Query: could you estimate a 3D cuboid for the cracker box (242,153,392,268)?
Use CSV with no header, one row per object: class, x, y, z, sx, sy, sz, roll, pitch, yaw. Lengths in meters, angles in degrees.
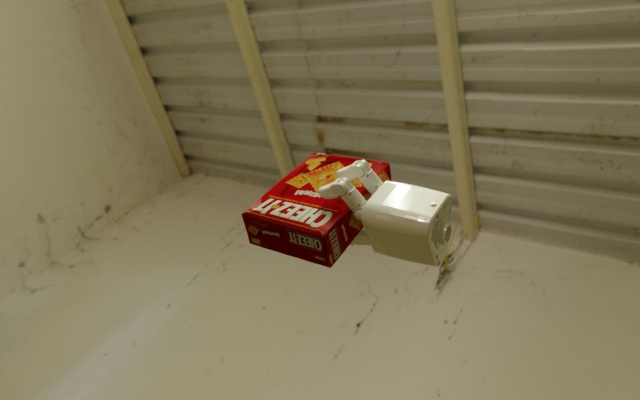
cracker box,0.000,0.003,0.799,0.164,0.072,0.213,12,39,33
